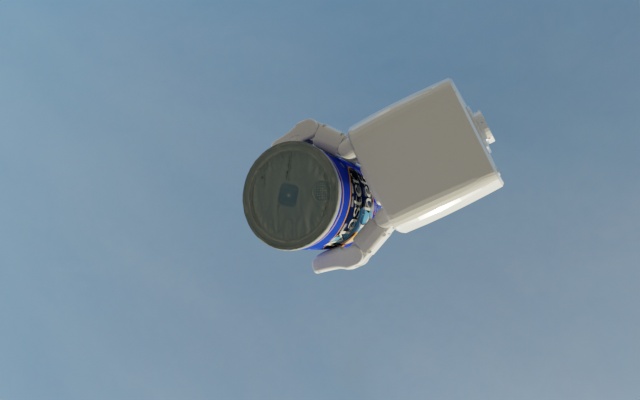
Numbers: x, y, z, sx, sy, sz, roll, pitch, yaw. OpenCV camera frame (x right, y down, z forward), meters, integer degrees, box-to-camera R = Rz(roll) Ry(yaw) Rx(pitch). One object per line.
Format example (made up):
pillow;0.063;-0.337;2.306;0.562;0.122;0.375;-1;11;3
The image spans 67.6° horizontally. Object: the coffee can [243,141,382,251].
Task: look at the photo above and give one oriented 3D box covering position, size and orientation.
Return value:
coffee can;0.000;0.002;0.503;0.103;0.103;0.140;0;-5;26
